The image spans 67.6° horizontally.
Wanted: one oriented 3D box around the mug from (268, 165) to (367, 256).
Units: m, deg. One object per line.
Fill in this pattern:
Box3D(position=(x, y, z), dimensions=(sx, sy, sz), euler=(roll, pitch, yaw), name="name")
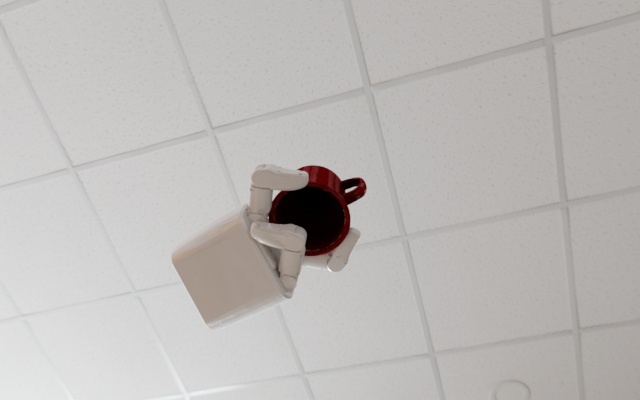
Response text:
Box3D(position=(0.001, 0.001, 0.570), dimensions=(0.117, 0.093, 0.081), euler=(-26, 19, 13), name="mug")
